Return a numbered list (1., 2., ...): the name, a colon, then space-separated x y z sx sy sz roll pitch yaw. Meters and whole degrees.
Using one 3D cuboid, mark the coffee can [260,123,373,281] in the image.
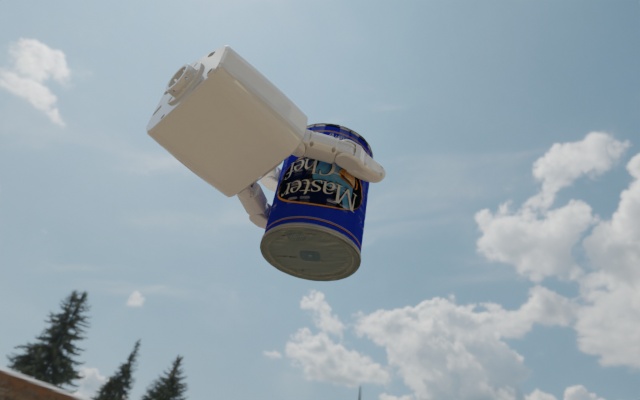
1. coffee can: 0.000 0.002 0.519 0.103 0.140 0.103 7 -36 5
